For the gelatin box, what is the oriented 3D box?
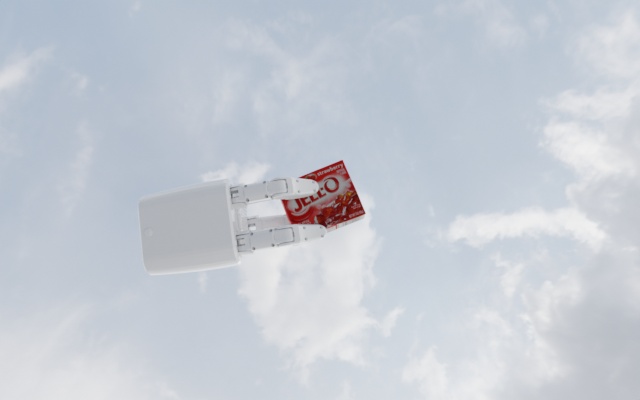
[{"bbox_3d":[0.000,0.002,0.576,0.089,0.073,0.030,-21,-13,-5],"label":"gelatin box"}]
